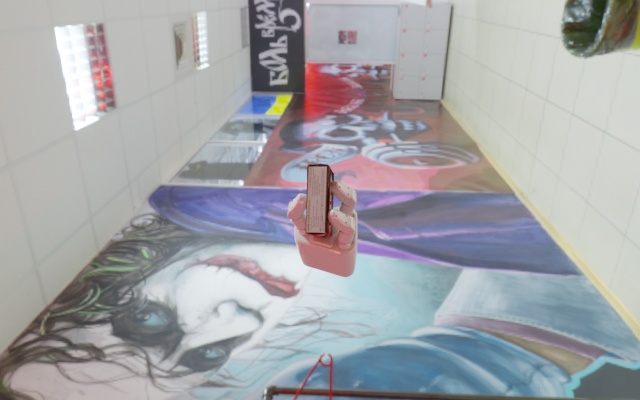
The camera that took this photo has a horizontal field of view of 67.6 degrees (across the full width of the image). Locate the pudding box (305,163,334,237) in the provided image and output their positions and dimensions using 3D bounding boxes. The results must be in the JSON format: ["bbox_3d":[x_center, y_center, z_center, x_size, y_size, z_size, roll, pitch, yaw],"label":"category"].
[{"bbox_3d":[0.000,0.003,0.783,0.039,0.113,0.090,-1,-6,6],"label":"pudding box"}]
